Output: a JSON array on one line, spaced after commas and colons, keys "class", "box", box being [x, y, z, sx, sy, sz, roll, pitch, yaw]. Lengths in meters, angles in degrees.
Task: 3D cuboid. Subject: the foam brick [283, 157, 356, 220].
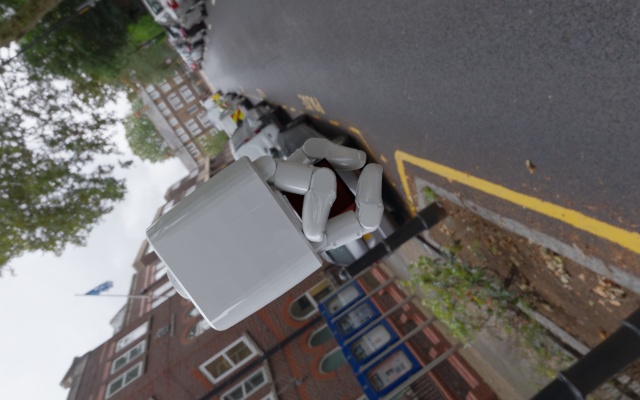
[{"class": "foam brick", "box": [0.000, 0.002, 0.467, 0.051, 0.053, 0.078, -36, -11, -4]}]
